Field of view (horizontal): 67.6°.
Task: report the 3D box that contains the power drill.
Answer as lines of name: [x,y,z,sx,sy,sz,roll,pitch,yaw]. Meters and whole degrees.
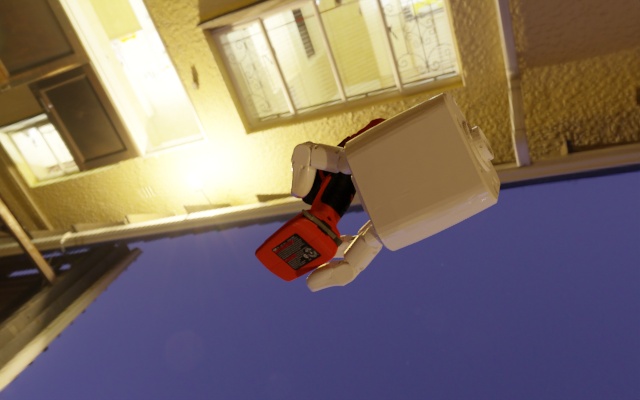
power drill: [0.000,0.002,0.553,0.057,0.187,0.184,39,-40,-10]
